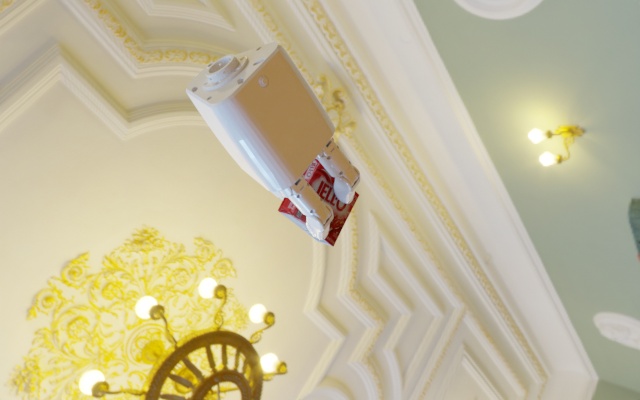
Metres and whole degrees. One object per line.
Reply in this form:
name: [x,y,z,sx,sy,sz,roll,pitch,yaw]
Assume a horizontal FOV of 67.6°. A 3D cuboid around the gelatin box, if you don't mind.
gelatin box: [0.000,0.002,0.554,0.030,0.073,0.089,15,-19,41]
